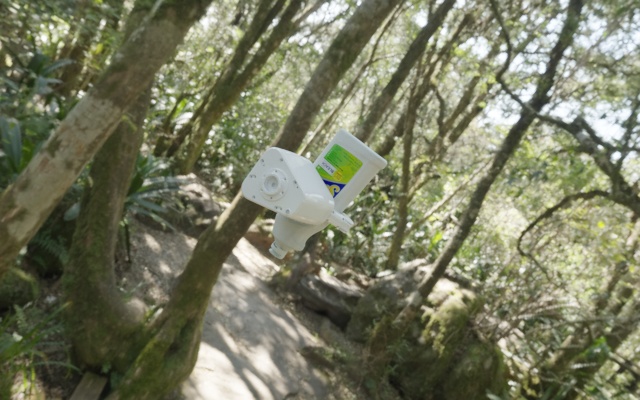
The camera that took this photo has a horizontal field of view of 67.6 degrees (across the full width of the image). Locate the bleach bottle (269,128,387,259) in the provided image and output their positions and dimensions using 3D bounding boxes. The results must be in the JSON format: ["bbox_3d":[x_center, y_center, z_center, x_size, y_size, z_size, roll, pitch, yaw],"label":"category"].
[{"bbox_3d":[0.000,0.003,0.834,0.102,0.251,0.068,41,10,22],"label":"bleach bottle"}]
